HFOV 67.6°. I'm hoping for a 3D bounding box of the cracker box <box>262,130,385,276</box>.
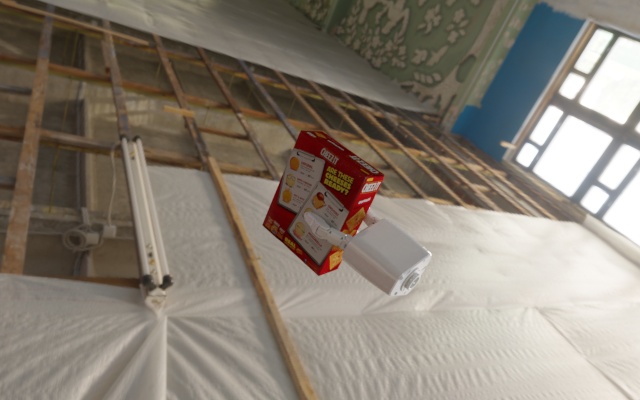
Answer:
[{"bbox_3d":[0.000,0.003,0.879,0.164,0.214,0.072,39,28,28],"label":"cracker box"}]
